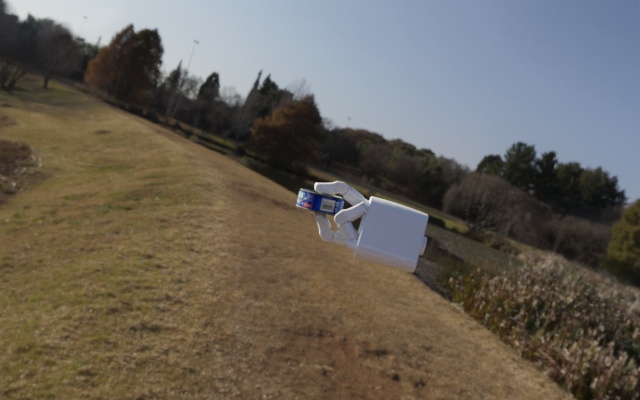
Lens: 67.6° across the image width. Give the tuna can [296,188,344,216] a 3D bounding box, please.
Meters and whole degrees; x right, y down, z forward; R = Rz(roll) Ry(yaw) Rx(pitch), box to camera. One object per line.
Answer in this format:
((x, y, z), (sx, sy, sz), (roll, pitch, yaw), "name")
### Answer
((0.000, 0.002, 0.879), (0.086, 0.034, 0.086), (13, 4, -1), "tuna can")
